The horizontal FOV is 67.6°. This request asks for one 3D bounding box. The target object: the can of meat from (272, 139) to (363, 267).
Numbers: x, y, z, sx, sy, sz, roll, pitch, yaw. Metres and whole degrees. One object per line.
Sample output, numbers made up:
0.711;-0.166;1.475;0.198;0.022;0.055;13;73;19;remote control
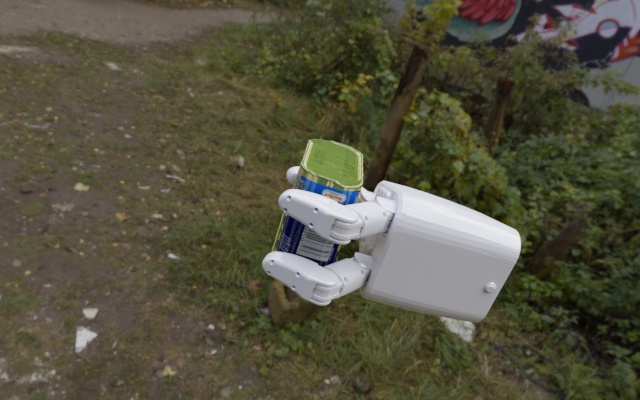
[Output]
0.000;0.001;0.414;0.057;0.084;0.102;17;25;-3;can of meat
